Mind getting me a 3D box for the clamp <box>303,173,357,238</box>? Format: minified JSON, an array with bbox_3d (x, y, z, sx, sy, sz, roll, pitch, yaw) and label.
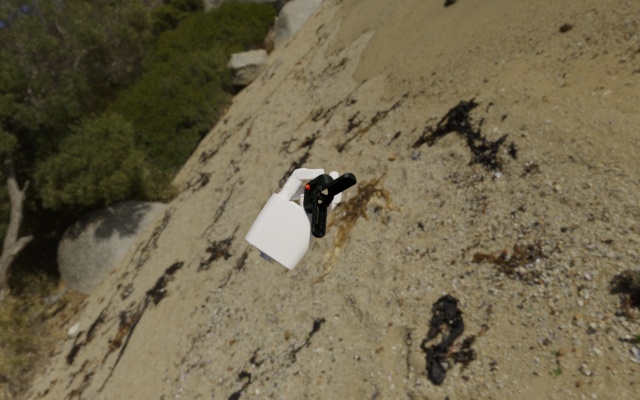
[{"bbox_3d":[0.000,0.002,0.849,0.039,0.120,0.171,36,-7,-17],"label":"clamp"}]
